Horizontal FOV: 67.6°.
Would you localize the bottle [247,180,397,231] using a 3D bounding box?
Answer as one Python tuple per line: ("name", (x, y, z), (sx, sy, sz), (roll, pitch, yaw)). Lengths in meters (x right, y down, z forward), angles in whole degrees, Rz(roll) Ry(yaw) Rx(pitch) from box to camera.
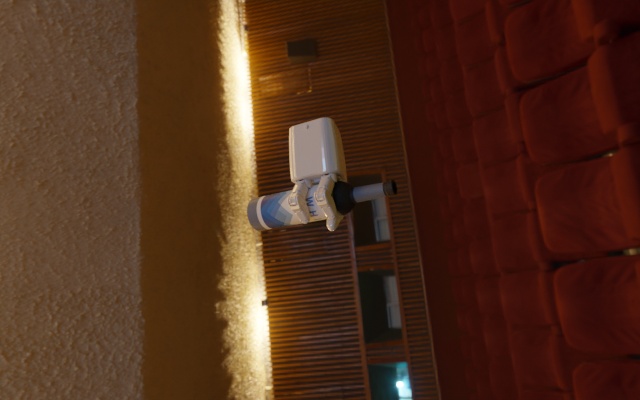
("bottle", (0.000, 0.003, 0.893), (0.296, 0.069, 0.069), (-11, -5, 27))
